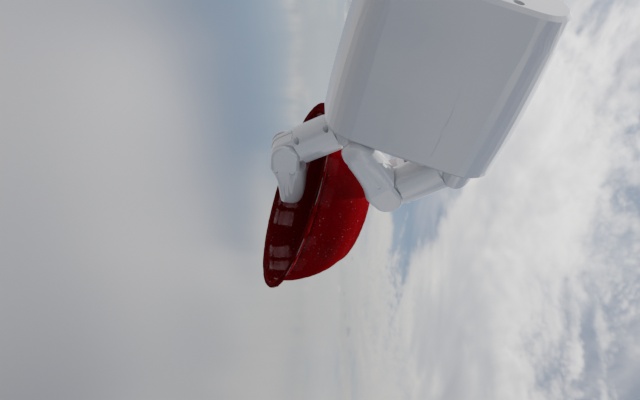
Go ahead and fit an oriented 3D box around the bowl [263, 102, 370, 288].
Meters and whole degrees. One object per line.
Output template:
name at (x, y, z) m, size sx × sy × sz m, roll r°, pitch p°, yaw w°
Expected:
bowl at (0.000, 0.002, 0.414) m, size 0.055 × 0.162 × 0.162 m, roll 16°, pitch -5°, yaw -16°
